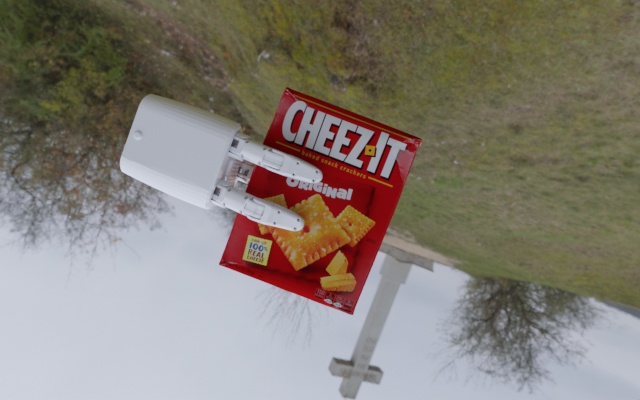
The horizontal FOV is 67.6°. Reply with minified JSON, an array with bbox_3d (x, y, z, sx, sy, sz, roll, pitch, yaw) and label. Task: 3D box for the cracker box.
[{"bbox_3d":[0.000,0.002,0.550,0.164,0.214,0.072,21,4,2],"label":"cracker box"}]
